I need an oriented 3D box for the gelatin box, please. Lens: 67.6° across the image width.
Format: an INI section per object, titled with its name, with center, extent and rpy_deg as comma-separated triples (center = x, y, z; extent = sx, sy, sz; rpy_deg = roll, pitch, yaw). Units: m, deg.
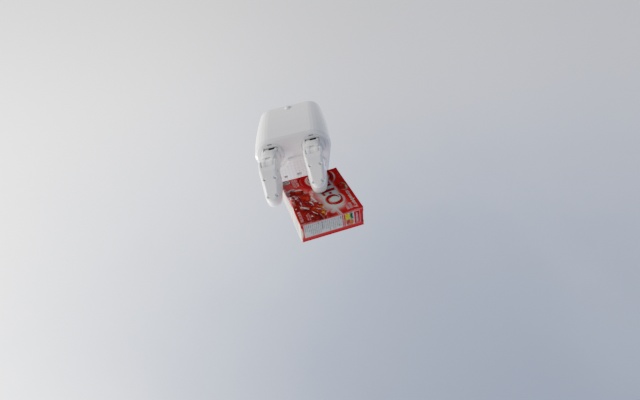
[gelatin box]
center = 0.000, 0.002, 0.549
extent = 0.073, 0.030, 0.089
rpy_deg = -15, 38, -11
